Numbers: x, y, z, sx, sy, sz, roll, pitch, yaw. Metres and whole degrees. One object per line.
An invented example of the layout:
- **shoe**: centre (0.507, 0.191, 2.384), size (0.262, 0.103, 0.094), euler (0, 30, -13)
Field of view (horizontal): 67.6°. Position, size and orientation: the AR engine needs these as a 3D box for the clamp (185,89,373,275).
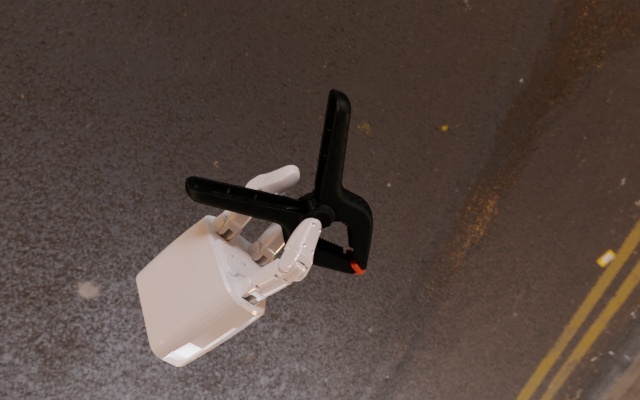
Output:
- **clamp**: centre (0.000, 0.002, 0.466), size (0.164, 0.036, 0.210), euler (-35, -52, 14)
